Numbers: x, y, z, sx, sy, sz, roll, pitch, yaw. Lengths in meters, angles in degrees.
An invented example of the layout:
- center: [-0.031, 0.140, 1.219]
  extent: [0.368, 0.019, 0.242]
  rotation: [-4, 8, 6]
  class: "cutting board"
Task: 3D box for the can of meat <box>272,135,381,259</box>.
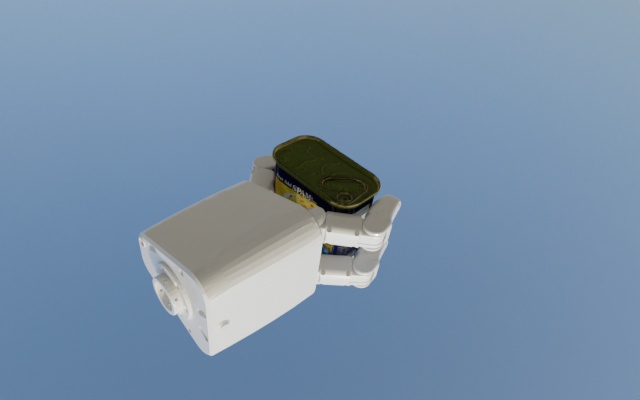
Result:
- center: [0.000, 0.002, 0.450]
  extent: [0.102, 0.084, 0.057]
  rotation: [37, 49, 28]
  class: "can of meat"
